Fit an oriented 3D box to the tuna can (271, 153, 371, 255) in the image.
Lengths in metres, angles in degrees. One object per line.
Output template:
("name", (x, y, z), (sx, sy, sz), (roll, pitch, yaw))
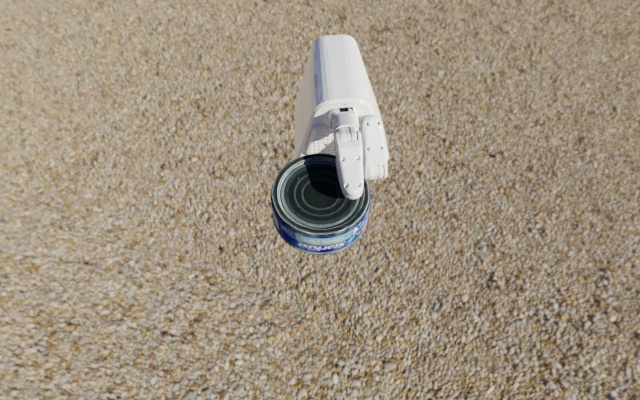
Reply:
("tuna can", (0.000, 0.001, 0.412), (0.086, 0.086, 0.034), (0, -33, -1))
